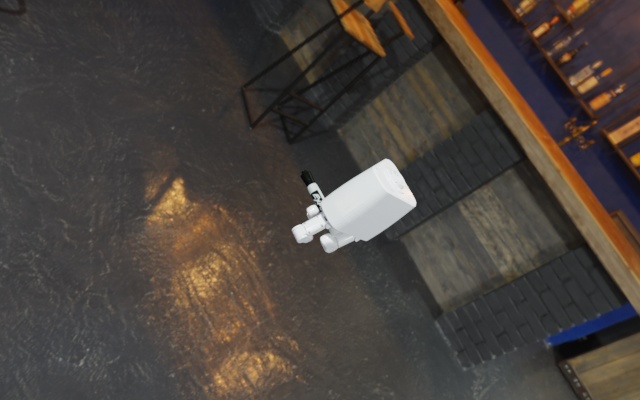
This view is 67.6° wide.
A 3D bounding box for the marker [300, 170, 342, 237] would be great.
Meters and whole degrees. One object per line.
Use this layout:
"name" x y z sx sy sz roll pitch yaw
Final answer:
"marker" 0.000 0.003 0.771 0.020 0.121 0.020 -26 -16 -8
